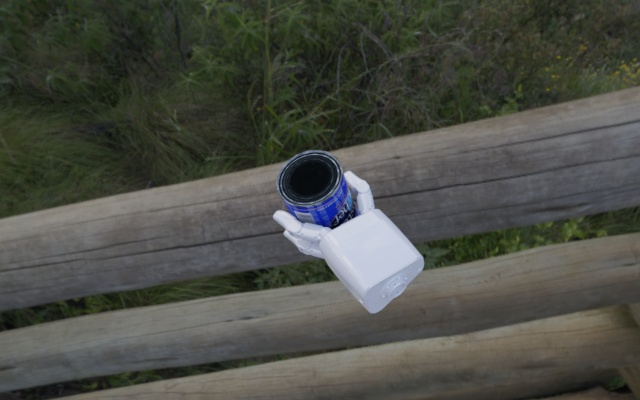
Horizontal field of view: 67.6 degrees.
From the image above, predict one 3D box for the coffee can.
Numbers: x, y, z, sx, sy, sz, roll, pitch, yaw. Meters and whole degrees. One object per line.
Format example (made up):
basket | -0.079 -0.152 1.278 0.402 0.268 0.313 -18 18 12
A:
coffee can | 0.000 0.002 0.763 0.103 0.102 0.140 0 -32 17
